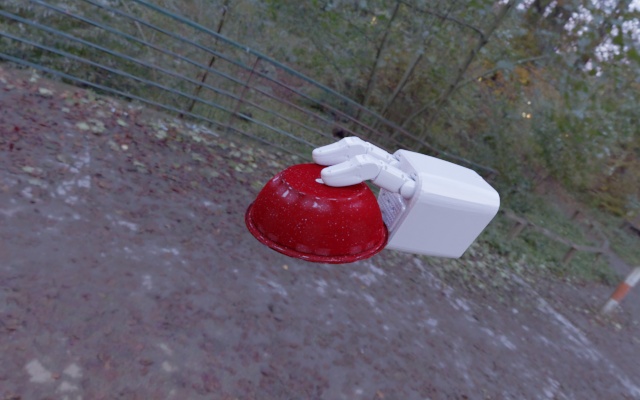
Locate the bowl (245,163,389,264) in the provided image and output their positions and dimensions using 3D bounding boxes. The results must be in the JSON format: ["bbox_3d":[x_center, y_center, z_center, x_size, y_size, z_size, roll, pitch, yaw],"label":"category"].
[{"bbox_3d":[-0.001,0.001,0.520,0.162,0.055,0.162,7,26,-4],"label":"bowl"}]
